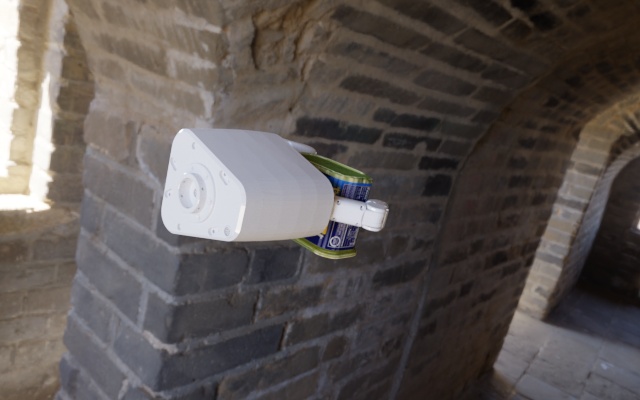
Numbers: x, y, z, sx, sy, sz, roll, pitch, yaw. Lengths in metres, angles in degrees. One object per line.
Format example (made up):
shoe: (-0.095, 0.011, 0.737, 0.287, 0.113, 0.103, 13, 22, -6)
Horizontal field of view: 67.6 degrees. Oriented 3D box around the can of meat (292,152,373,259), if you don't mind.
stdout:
can of meat: (0.000, 0.001, 0.502, 0.057, 0.084, 0.102, -1, 20, -46)
